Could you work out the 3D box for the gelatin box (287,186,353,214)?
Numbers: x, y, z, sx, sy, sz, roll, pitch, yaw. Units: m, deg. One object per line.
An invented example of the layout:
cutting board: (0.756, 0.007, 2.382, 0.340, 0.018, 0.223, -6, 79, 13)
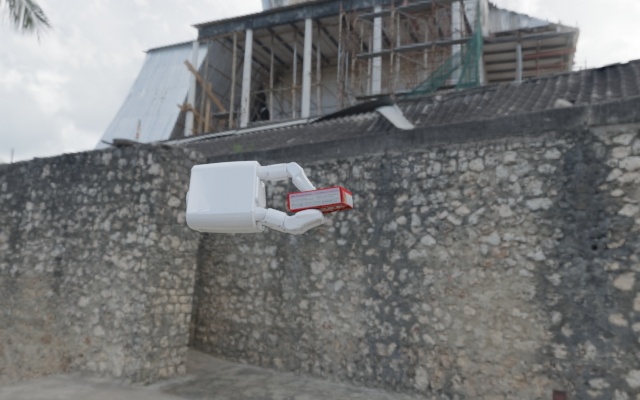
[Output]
gelatin box: (0.000, 0.002, 0.753, 0.089, 0.030, 0.073, -9, -10, 15)
